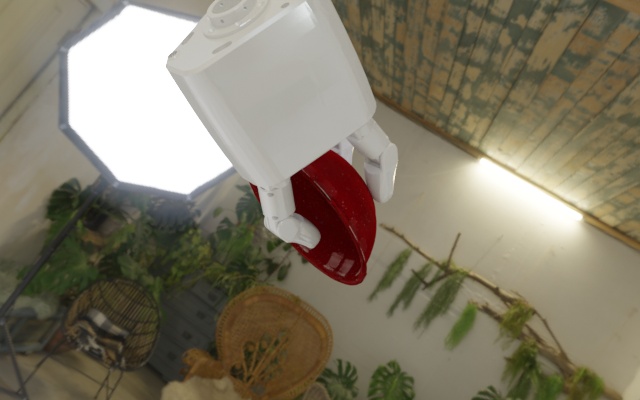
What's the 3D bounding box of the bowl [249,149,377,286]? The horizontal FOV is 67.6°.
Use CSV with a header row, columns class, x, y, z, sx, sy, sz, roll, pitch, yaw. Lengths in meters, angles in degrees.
class,x,y,z,sx,sy,sz,roll,pitch,yaw
bowl,0.001,0.002,0.452,0.055,0.162,0.162,-40,18,-23
